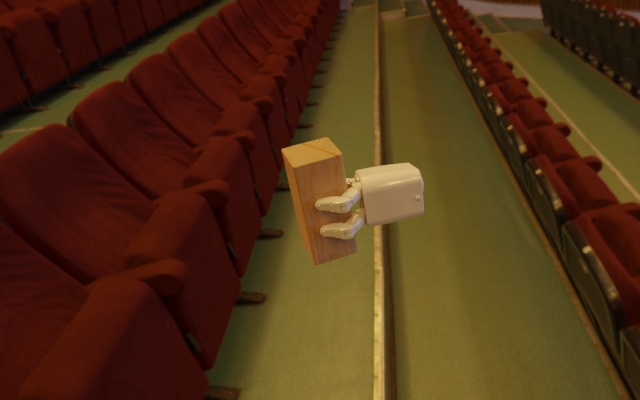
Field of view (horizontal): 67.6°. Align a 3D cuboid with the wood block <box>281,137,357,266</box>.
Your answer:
[{"bbox_3d":[0.000,0.002,0.875,0.090,0.206,0.090,-16,30,-10],"label":"wood block"}]
